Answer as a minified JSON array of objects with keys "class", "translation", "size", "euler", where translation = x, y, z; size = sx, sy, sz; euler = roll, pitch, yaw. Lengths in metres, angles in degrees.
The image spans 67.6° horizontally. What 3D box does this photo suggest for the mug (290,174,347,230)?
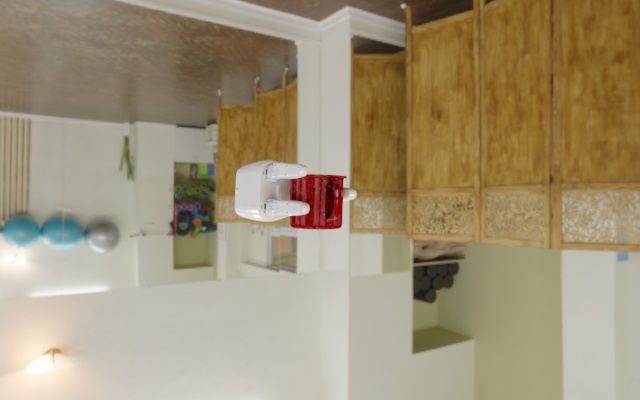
[{"class":"mug","translation":[0.001,0.003,0.727],"size":[0.093,0.081,0.117],"euler":[1,0,-31]}]
